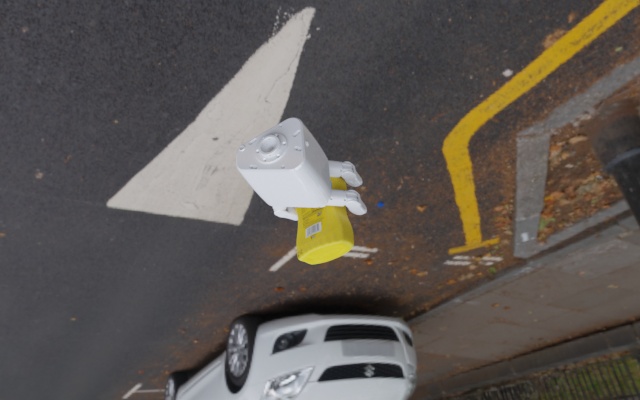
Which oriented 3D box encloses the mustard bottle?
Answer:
[{"bbox_3d":[0.000,0.003,0.792,0.096,0.191,0.058,-28,-37,33],"label":"mustard bottle"}]
